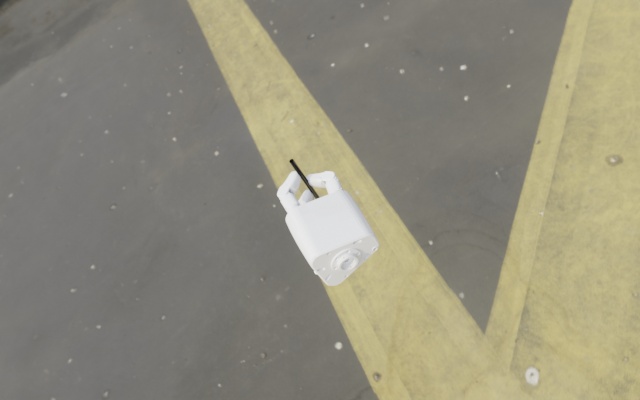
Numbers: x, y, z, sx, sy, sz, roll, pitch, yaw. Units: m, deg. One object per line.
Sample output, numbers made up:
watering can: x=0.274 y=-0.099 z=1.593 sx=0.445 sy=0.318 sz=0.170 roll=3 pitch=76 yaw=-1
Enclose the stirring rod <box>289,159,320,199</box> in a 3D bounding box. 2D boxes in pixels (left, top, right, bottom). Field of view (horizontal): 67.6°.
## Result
stirring rod: x=0.000 y=0.003 z=0.873 sx=0.011 sy=0.011 sz=0.240 roll=0 pitch=-35 yaw=29
